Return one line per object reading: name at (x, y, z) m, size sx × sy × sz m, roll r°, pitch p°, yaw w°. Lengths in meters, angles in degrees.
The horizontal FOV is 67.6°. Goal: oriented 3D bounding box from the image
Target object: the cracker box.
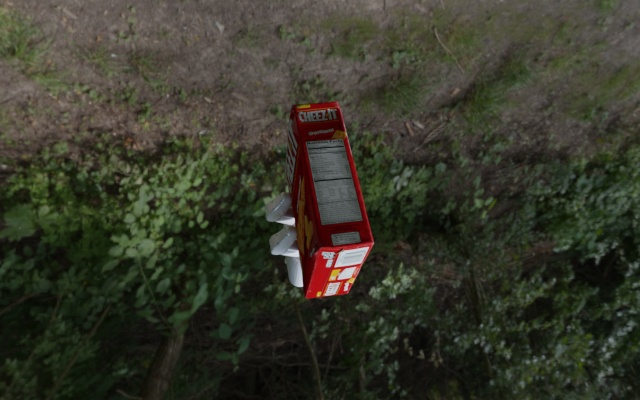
cracker box at (0.000, 0.002, 0.644) m, size 0.072 × 0.213 × 0.164 m, roll -5°, pitch -29°, yaw -11°
